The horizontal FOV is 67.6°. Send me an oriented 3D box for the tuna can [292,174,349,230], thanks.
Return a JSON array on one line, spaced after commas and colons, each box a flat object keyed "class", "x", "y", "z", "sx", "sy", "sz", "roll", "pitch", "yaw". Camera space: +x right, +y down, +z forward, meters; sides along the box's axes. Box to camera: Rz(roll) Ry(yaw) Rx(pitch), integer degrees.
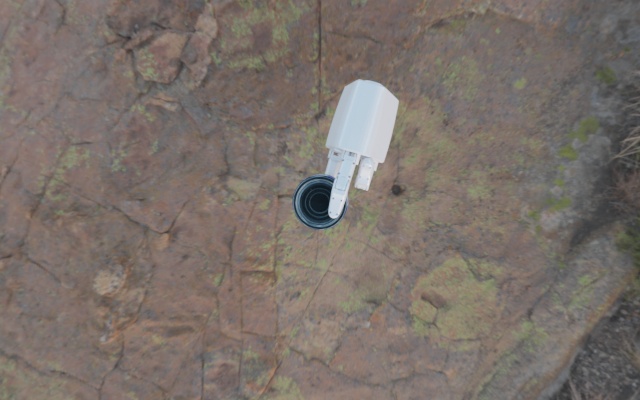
[{"class": "tuna can", "x": 0.000, "y": 0.003, "z": 0.737, "sx": 0.086, "sy": 0.086, "sz": 0.034, "roll": 0, "pitch": 6, "yaw": 5}]
